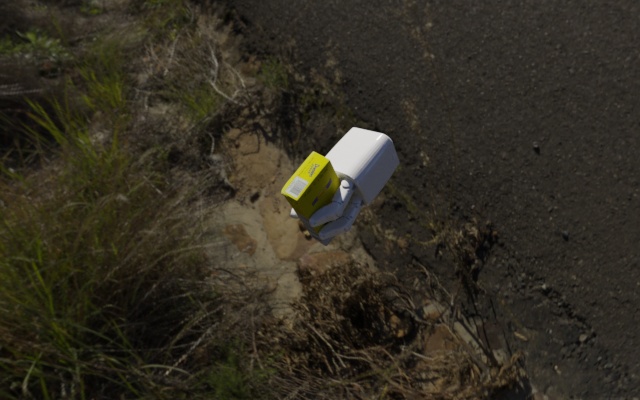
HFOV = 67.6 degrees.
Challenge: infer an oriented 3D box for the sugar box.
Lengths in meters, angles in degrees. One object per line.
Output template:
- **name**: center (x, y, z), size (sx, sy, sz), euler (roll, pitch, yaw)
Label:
- **sugar box**: center (0.001, 0.003, 0.853), size (0.048, 0.093, 0.176), euler (30, -16, 34)
